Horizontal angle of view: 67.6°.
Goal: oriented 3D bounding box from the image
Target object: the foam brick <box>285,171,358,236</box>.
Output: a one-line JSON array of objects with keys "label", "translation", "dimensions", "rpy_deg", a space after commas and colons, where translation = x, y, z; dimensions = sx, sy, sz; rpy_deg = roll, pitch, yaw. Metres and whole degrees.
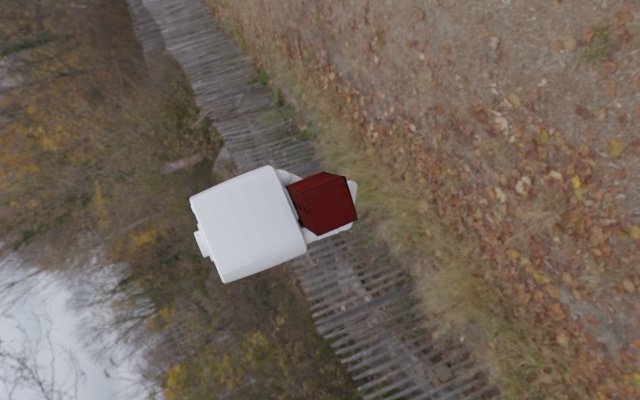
[{"label": "foam brick", "translation": [0.000, 0.002, 0.542], "dimensions": [0.051, 0.053, 0.078], "rpy_deg": [-22, 13, -14]}]
